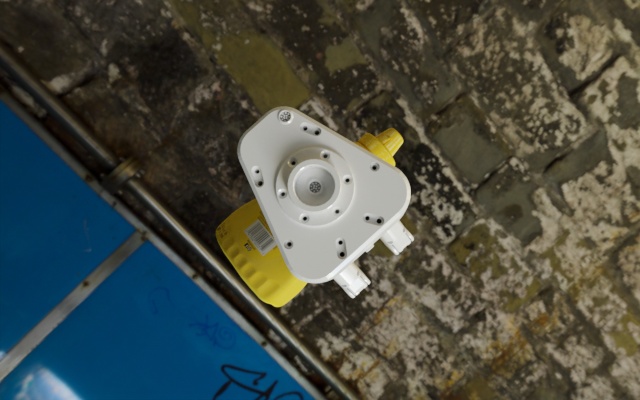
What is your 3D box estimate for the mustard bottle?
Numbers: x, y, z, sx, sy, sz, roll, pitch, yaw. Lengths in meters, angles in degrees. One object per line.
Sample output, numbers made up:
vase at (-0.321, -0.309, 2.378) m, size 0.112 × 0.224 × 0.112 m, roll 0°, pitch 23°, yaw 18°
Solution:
mustard bottle at (0.000, 0.002, 0.443) m, size 0.096 × 0.191 × 0.058 m, roll 48°, pitch -1°, yaw 30°
